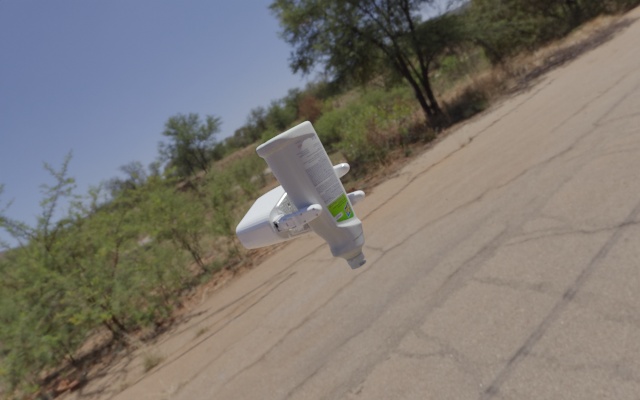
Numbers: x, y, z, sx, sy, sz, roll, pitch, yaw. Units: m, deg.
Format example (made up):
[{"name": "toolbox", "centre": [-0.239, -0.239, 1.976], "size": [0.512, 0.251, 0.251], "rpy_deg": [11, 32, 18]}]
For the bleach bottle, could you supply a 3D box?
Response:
[{"name": "bleach bottle", "centre": [0.000, 0.002, 0.777], "size": [0.068, 0.251, 0.102], "rpy_deg": [-21, 11, 44]}]
